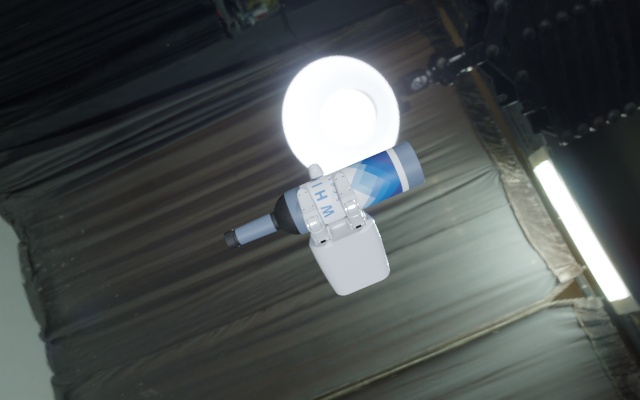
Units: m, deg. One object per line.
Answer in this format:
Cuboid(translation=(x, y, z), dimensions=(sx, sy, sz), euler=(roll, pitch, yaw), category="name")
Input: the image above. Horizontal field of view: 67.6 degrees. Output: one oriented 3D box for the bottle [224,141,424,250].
Cuboid(translation=(0.000, 0.002, 0.691), dimensions=(0.296, 0.069, 0.069), euler=(-23, -1, 2), category="bottle")
